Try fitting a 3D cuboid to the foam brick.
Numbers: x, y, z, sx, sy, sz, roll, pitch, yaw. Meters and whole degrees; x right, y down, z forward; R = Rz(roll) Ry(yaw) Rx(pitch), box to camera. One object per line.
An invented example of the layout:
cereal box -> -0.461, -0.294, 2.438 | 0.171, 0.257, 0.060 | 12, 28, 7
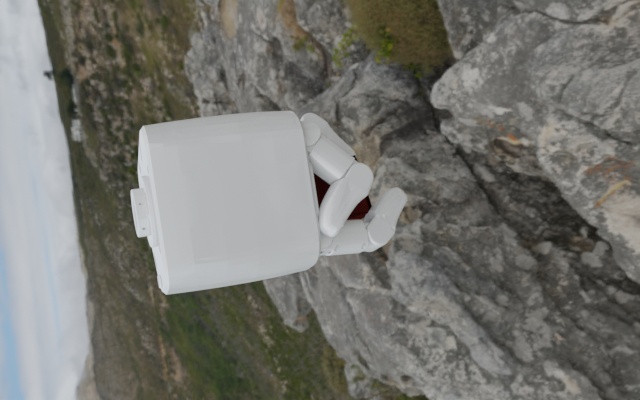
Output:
foam brick -> 0.000, 0.002, 0.411 | 0.051, 0.053, 0.078 | -9, -17, -24
